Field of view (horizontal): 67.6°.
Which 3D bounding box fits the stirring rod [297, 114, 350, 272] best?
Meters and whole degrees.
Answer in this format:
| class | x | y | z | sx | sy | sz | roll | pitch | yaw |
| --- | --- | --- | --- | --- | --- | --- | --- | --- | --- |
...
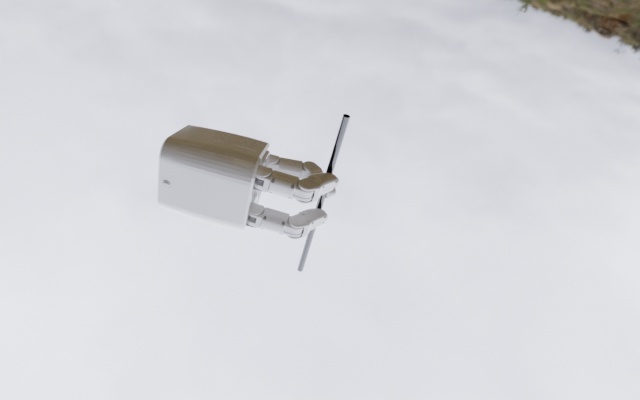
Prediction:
| class | x | y | z | sx | sy | sz | roll | pitch | yaw |
| --- | --- | --- | --- | --- | --- | --- | --- | --- | --- |
| stirring rod | 0.000 | 0.002 | 0.585 | 0.011 | 0.240 | 0.011 | 11 | 37 | -8 |
